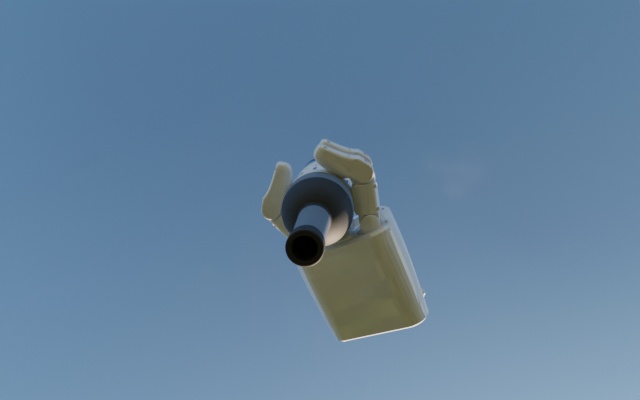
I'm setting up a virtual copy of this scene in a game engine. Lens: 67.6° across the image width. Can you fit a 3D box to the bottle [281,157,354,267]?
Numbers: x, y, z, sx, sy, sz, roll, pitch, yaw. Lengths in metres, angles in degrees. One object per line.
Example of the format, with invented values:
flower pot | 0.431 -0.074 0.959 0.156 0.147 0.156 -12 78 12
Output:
bottle | 0.000 0.001 0.472 0.069 0.069 0.295 0 12 4
